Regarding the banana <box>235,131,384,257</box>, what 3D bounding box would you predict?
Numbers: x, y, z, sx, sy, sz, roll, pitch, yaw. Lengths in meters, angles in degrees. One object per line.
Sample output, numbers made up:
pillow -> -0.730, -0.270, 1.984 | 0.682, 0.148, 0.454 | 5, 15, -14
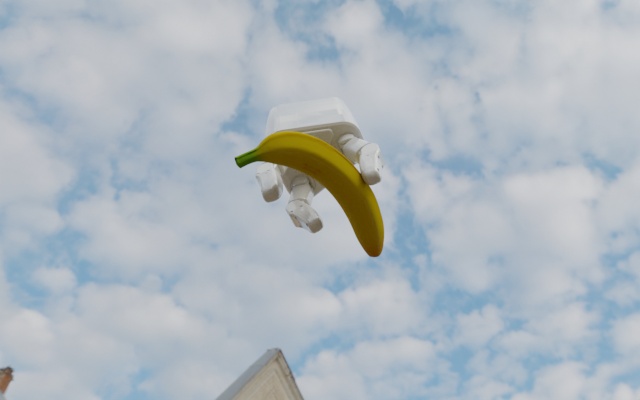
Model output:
banana -> 0.010, -0.014, 0.491 | 0.198, 0.069, 0.037 | 36, 14, -25
